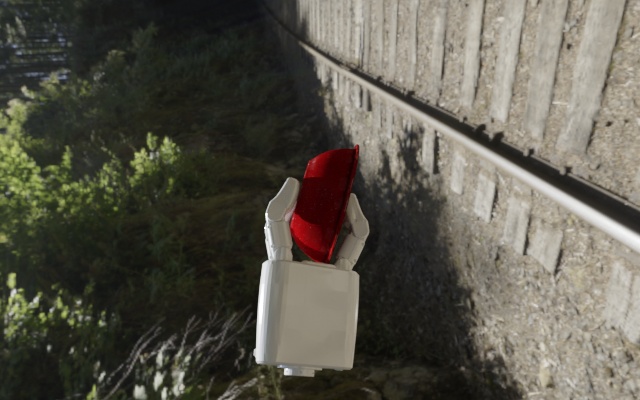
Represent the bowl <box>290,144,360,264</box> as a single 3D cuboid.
[{"bbox_3d":[0.000,0.001,0.590,0.055,0.162,0.162,16,-1,-2],"label":"bowl"}]
